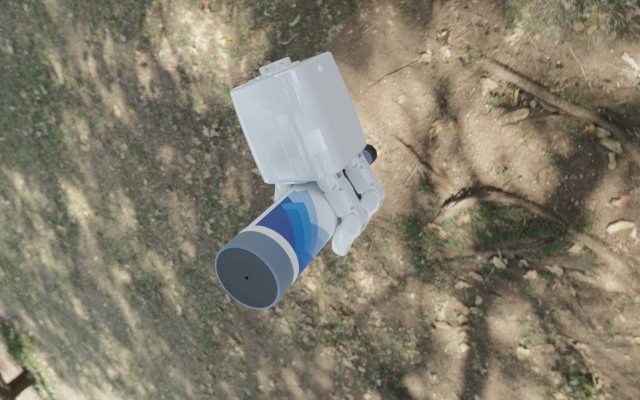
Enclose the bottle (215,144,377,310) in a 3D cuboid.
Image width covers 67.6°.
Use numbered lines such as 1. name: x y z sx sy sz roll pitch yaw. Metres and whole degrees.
1. bottle: 0.000 0.002 0.523 0.069 0.069 0.295 0 26 29
